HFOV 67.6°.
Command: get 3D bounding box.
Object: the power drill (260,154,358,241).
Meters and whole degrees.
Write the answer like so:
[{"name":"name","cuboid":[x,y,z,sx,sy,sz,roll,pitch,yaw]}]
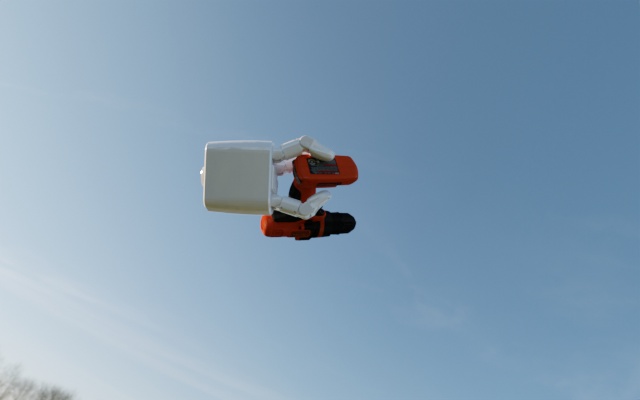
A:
[{"name":"power drill","cuboid":[0.000,0.002,0.833,0.184,0.057,0.188,-2,-39,-22]}]
